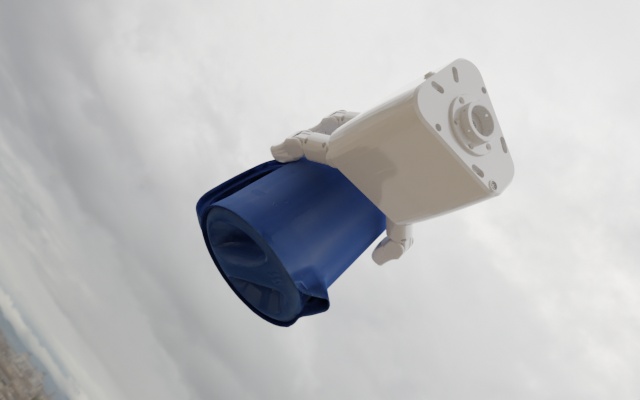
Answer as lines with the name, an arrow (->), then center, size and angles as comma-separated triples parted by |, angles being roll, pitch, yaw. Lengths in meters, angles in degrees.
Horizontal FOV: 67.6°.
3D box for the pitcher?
pitcher -> 0.000, 0.002, 0.506 | 0.242, 0.149, 0.145 | -36, 6, -35
